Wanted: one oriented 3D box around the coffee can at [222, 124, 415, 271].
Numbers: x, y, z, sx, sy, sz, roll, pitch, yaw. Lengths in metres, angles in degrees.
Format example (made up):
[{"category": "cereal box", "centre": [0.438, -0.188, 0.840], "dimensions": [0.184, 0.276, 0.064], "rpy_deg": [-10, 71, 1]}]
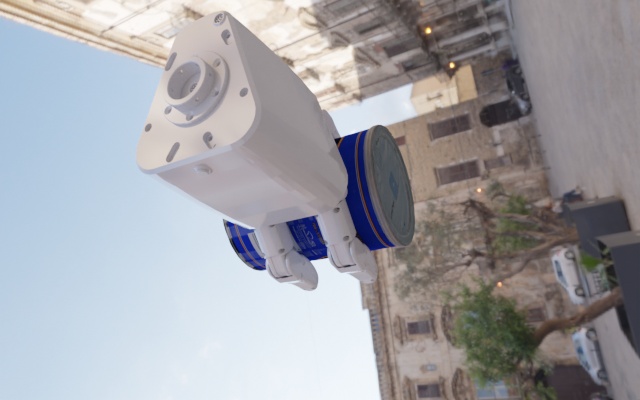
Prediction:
[{"category": "coffee can", "centre": [0.000, 0.001, 0.422], "dimensions": [0.140, 0.103, 0.103], "rpy_deg": [-13, -6, 24]}]
